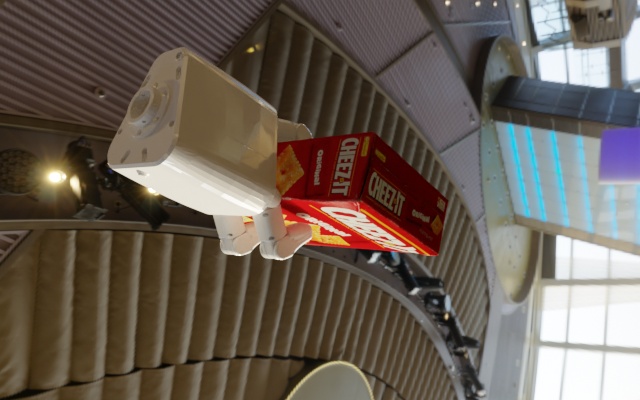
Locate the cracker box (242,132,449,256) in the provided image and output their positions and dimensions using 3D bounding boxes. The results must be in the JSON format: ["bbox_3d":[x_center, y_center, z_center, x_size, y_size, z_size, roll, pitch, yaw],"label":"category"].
[{"bbox_3d":[0.000,0.001,0.504,0.213,0.072,0.164,1,-20,38],"label":"cracker box"}]
